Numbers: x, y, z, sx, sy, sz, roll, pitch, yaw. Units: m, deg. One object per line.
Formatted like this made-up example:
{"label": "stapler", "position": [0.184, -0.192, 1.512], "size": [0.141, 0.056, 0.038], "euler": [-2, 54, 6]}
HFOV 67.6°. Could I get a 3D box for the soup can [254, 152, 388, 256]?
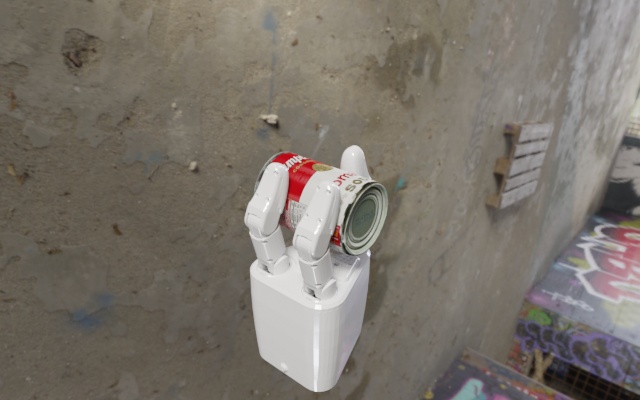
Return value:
{"label": "soup can", "position": [0.000, 0.001, 0.427], "size": [0.102, 0.068, 0.068], "euler": [21, 12, 34]}
